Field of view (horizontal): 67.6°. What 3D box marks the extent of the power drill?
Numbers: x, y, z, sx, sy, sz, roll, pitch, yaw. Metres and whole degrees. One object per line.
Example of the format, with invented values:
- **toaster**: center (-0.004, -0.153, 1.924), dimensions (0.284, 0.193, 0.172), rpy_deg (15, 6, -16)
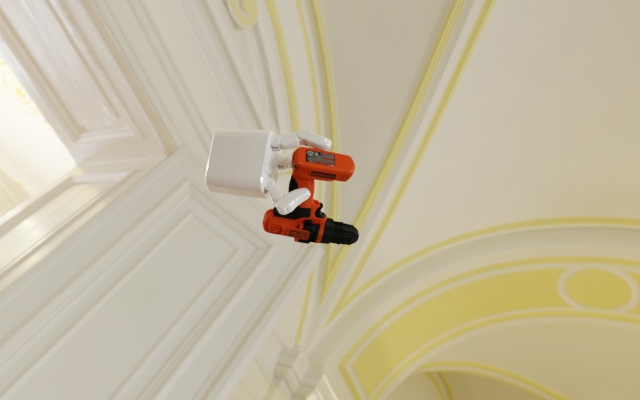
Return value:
- **power drill**: center (0.000, 0.002, 0.851), dimensions (0.184, 0.188, 0.057), rpy_deg (9, 38, -11)
